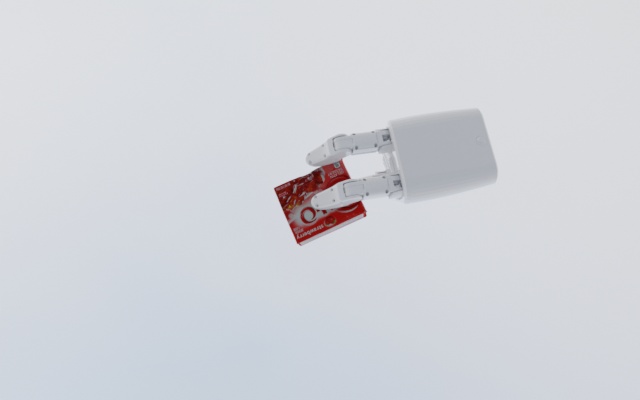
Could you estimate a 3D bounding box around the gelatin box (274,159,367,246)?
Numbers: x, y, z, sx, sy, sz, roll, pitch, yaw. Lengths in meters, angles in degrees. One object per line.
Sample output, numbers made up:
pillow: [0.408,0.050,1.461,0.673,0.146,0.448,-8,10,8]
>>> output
gelatin box: [0.000,0.002,0.559,0.089,0.073,0.030,-24,-14,1]
